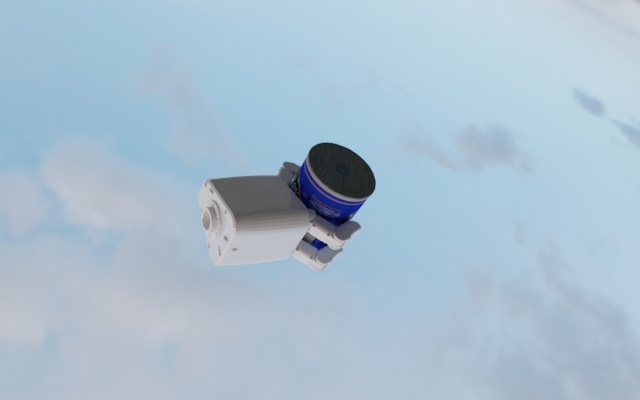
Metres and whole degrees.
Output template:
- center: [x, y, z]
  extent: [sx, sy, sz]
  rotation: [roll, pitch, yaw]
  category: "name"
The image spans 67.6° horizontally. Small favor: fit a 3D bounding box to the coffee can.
- center: [0.000, 0.002, 0.681]
  extent: [0.103, 0.102, 0.140]
  rotation: [0, -39, -34]
  category: "coffee can"
